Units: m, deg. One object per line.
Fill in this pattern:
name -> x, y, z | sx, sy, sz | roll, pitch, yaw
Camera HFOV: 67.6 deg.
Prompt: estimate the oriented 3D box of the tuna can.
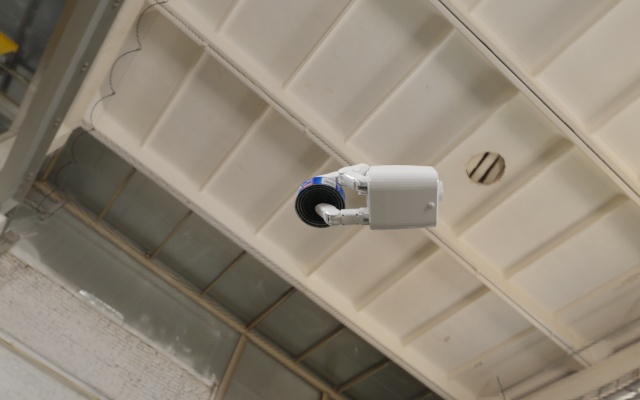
tuna can -> 0.000, 0.002, 0.818 | 0.086, 0.086, 0.033 | 0, 29, 5
